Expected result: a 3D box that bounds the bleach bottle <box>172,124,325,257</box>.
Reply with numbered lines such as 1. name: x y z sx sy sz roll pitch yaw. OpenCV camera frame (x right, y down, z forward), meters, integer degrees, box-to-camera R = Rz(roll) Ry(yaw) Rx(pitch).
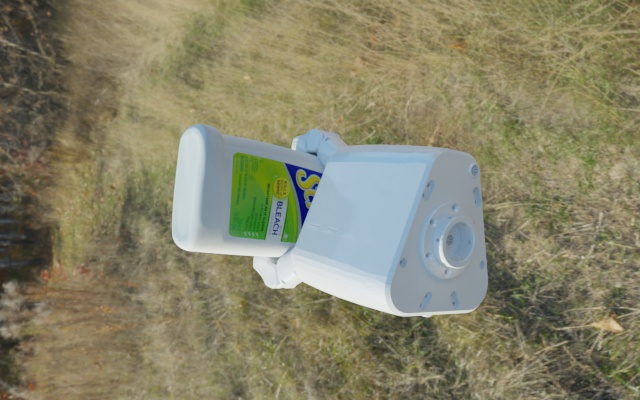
1. bleach bottle: 0.000 0.002 0.436 0.251 0.102 0.068 6 1 -33
